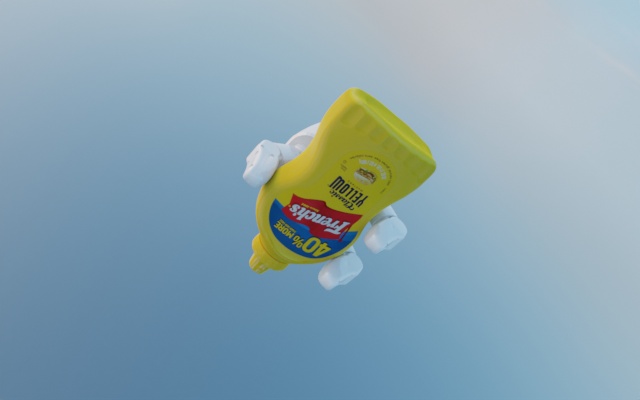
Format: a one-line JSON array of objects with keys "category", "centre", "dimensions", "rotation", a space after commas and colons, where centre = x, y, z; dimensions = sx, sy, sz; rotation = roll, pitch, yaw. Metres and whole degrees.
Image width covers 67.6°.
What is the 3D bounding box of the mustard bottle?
[{"category": "mustard bottle", "centre": [0.000, 0.001, 0.417], "dimensions": [0.096, 0.192, 0.058], "rotation": [34, 27, -23]}]
